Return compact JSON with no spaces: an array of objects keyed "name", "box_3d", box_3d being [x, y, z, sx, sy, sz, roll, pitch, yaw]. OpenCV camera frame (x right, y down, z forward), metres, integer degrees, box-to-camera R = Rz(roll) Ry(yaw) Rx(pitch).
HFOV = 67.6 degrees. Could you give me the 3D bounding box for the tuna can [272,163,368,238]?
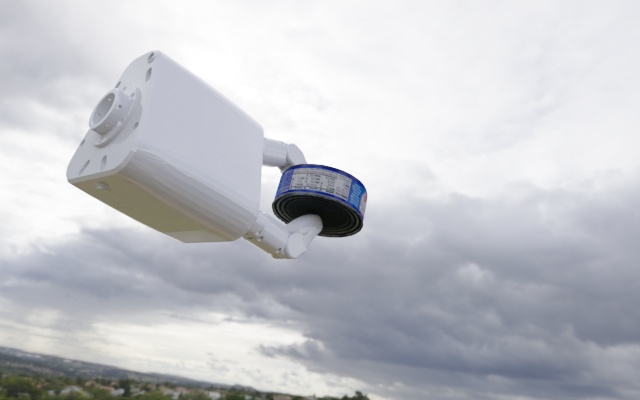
[{"name":"tuna can","box_3d":[0.000,0.001,0.443,0.086,0.033,0.086,11,-26,5]}]
